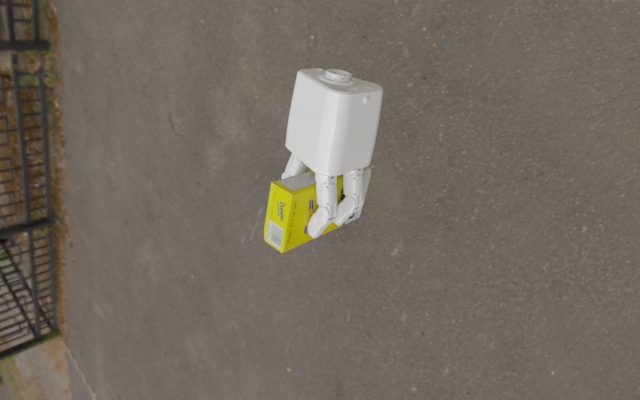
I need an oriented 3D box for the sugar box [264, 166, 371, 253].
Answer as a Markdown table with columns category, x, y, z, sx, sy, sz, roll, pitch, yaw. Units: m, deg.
| category | x | y | z | sx | sy | sz | roll | pitch | yaw |
| --- | --- | --- | --- | --- | --- | --- | --- | --- | --- |
| sugar box | 0.000 | 0.002 | 0.683 | 0.048 | 0.093 | 0.176 | 32 | 34 | 33 |
